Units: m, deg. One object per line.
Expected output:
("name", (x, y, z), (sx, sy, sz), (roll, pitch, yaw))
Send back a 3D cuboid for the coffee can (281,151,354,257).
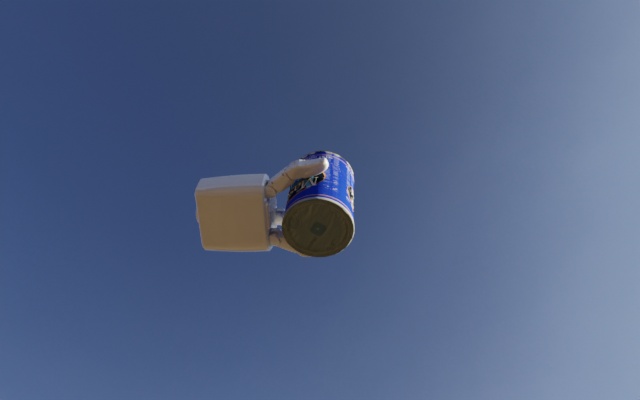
("coffee can", (0.000, 0.002, 0.726), (0.103, 0.103, 0.140), (0, 34, 4))
